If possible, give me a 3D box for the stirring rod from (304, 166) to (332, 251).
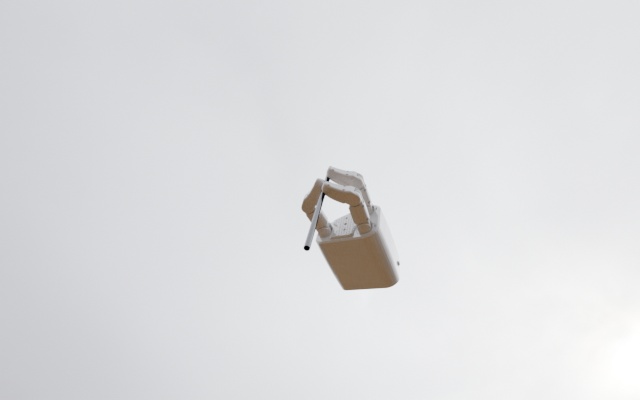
[{"bbox_3d":[0.000,0.002,0.680,0.011,0.011,0.239,0,27,9],"label":"stirring rod"}]
